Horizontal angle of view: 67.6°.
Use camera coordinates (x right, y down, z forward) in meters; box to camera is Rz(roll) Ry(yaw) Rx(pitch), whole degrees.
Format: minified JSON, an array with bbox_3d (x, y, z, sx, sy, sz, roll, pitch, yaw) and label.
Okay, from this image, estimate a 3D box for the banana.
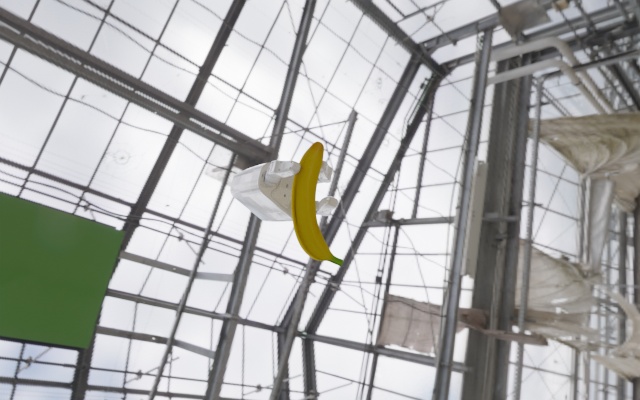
[{"bbox_3d":[-0.014,0.008,0.734,0.069,0.198,0.037,-7,-2,-37],"label":"banana"}]
